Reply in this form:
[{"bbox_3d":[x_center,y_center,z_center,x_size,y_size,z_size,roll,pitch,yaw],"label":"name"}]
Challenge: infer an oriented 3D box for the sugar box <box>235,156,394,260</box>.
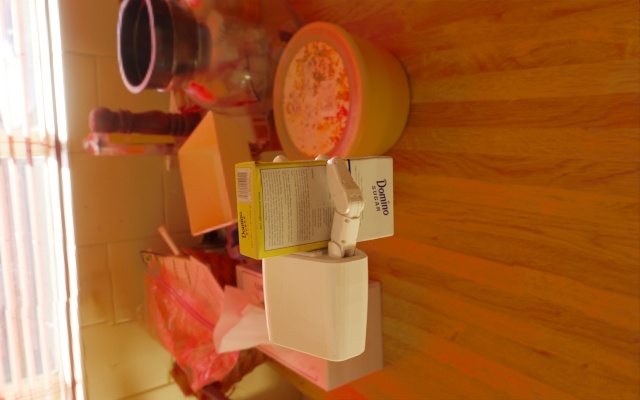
[{"bbox_3d":[0.000,0.002,0.507,0.176,0.093,0.048,-6,7,-37],"label":"sugar box"}]
